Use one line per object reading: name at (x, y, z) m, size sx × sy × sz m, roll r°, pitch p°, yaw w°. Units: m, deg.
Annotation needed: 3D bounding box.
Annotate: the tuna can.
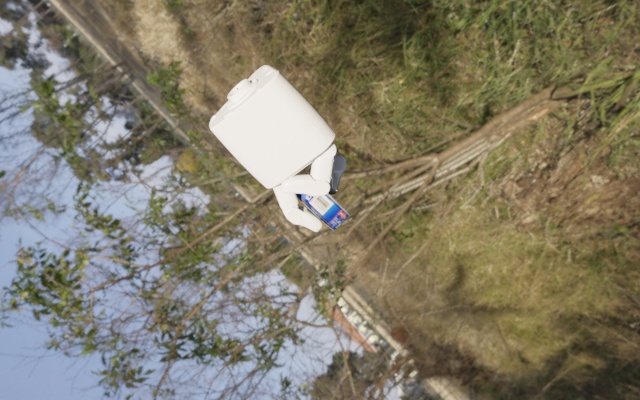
tuna can at (0.000, 0.003, 0.674) m, size 0.086 × 0.034 × 0.086 m, roll 43°, pitch 1°, yaw -1°
